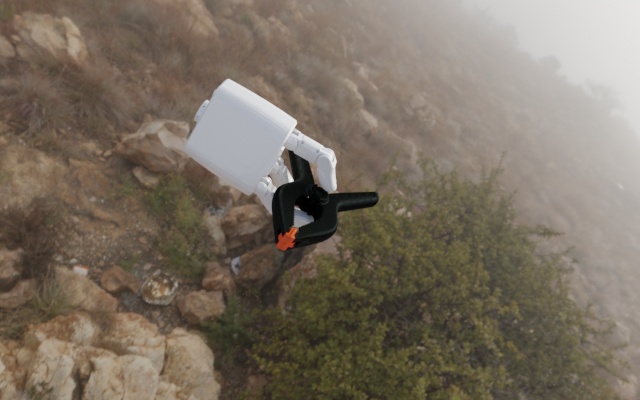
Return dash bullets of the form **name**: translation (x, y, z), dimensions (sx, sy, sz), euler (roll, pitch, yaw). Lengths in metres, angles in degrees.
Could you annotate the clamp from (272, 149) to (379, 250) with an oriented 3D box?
- **clamp**: translation (0.000, 0.002, 0.652), dimensions (0.164, 0.036, 0.209), euler (32, 38, -8)
